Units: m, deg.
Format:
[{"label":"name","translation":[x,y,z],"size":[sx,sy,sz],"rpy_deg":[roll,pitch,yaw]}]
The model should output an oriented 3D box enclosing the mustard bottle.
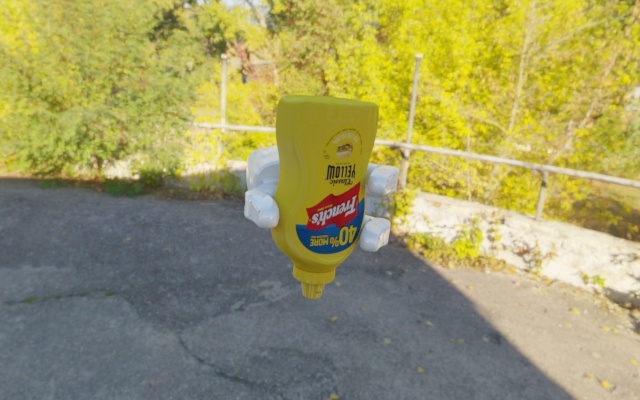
[{"label":"mustard bottle","translation":[0.000,0.001,0.446],"size":[0.096,0.192,0.058],"rpy_deg":[-6,19,-38]}]
